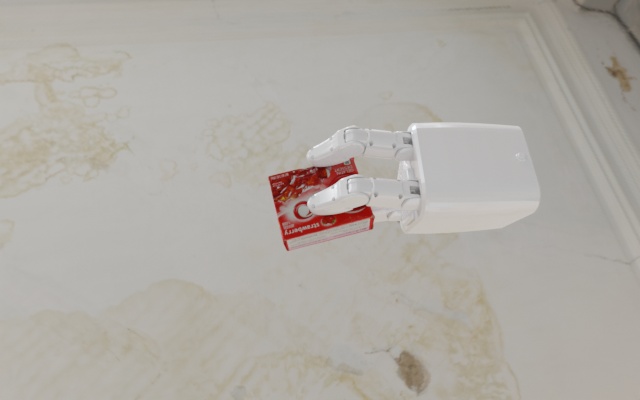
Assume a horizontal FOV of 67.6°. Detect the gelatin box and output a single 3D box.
[{"bbox_3d":[0.000,0.002,0.464,0.089,0.073,0.030,-14,-29,-4],"label":"gelatin box"}]
